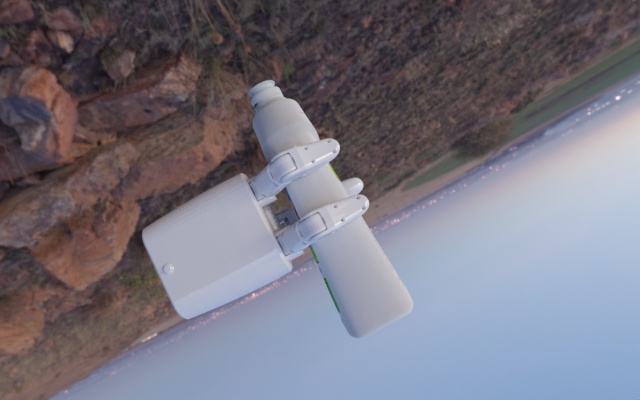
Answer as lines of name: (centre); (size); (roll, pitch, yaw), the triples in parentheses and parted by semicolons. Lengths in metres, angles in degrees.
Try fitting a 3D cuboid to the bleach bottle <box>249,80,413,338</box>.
bleach bottle: (0.000, 0.002, 0.461); (0.068, 0.251, 0.102); (-27, -7, -1)
